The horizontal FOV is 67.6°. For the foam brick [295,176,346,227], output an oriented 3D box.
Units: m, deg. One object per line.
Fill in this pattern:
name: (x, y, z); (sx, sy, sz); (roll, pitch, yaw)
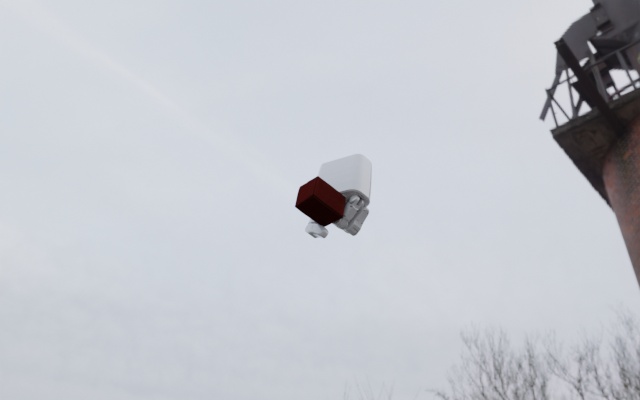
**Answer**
foam brick: (0.000, 0.003, 0.881); (0.078, 0.051, 0.053); (37, -46, -28)
